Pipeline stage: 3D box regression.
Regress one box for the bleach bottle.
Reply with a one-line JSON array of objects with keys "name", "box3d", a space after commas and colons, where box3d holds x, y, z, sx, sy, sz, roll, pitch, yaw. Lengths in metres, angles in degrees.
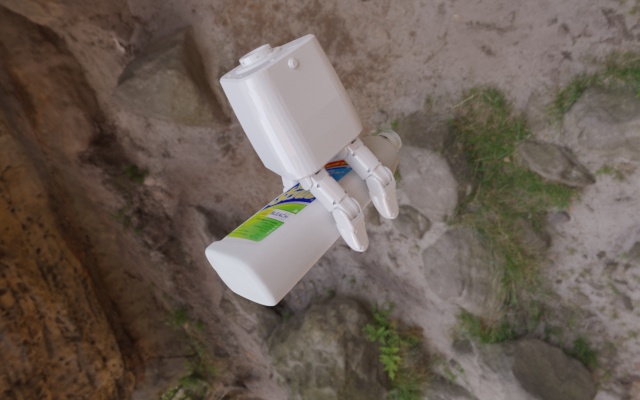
[{"name": "bleach bottle", "box3d": [0.000, 0.002, 0.523, 0.250, 0.068, 0.102, -43, 27, -28]}]
